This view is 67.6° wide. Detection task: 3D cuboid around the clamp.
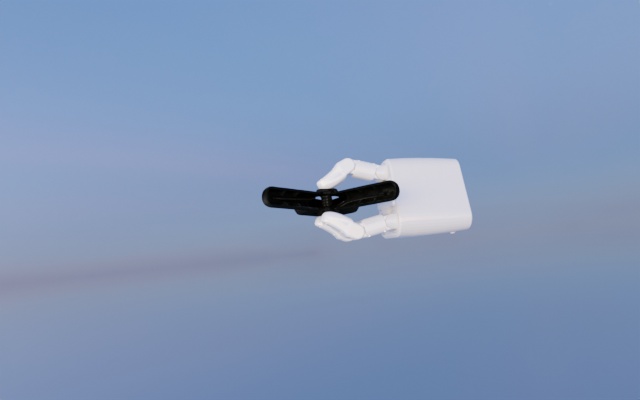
[{"bbox_3d":[0.000,0.001,0.654,0.164,0.036,0.210,-1,-7,-9],"label":"clamp"}]
